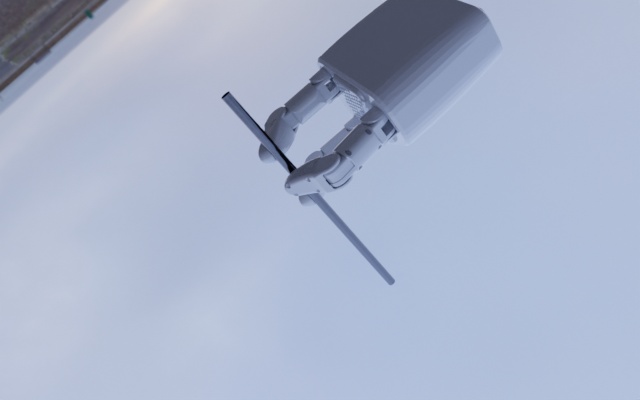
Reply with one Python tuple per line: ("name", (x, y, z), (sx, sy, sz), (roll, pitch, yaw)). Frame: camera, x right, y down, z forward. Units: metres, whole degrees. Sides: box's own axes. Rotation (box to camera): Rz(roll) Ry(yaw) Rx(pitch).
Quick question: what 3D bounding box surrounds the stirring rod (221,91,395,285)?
("stirring rod", (0.000, 0.001, 0.408), (0.011, 0.011, 0.240), (0, -41, 49))
